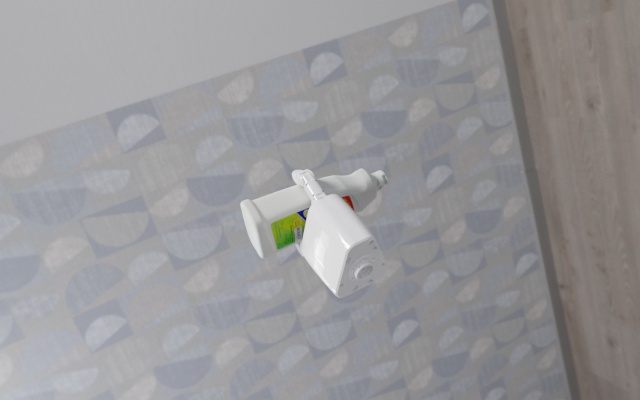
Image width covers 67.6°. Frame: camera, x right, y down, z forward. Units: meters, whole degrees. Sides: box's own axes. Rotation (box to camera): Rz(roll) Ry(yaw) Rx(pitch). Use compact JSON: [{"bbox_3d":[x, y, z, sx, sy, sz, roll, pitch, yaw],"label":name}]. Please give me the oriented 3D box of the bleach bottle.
[{"bbox_3d":[0.000,0.003,0.790,0.251,0.103,0.068,-24,46,-18],"label":"bleach bottle"}]
